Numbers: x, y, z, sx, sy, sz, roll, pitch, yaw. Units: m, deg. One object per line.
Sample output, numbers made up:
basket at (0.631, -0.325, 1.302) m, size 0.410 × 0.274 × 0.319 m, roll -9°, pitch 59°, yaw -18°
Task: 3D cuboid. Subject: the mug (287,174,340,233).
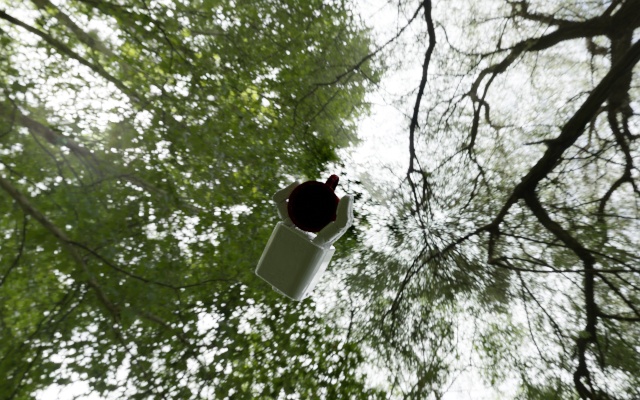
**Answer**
mug at (0.001, 0.002, 0.880) m, size 0.093 × 0.117 × 0.081 m, roll 29°, pitch 2°, yaw 13°
